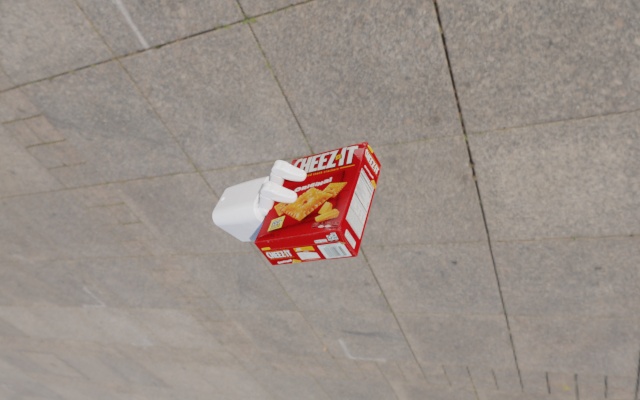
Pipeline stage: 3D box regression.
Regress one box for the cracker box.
[{"bbox_3d":[0.000,0.003,0.818,0.164,0.213,0.072,-10,-49,30],"label":"cracker box"}]
